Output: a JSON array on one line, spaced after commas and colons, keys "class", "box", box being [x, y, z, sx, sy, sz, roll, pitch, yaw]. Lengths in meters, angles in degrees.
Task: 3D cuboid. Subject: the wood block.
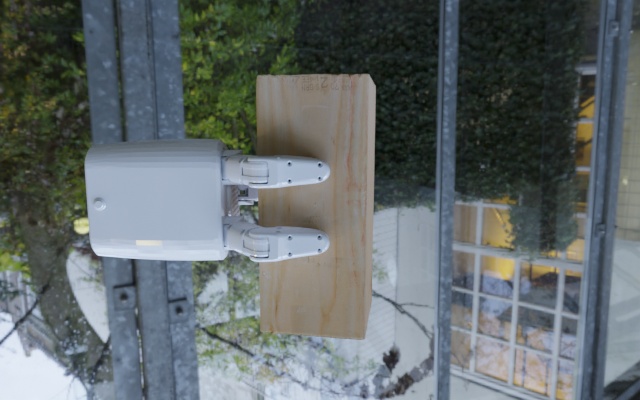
[{"class": "wood block", "box": [0.000, 0.001, 0.413, 0.090, 0.206, 0.091, 2, 9, 9]}]
